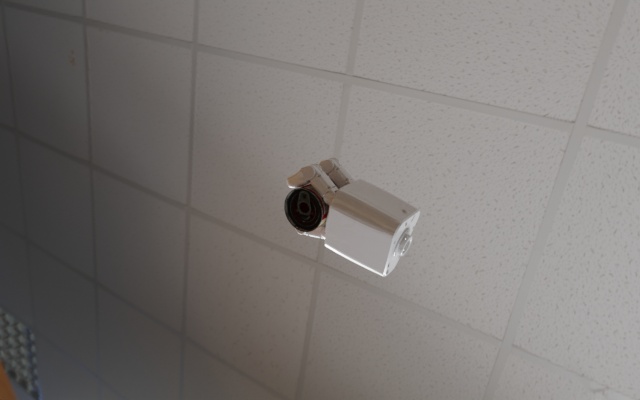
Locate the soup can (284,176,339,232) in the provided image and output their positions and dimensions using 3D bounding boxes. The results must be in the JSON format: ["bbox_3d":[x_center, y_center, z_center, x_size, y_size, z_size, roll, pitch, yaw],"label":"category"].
[{"bbox_3d":[0.000,0.002,0.748,0.068,0.068,0.102,0,14,33],"label":"soup can"}]
